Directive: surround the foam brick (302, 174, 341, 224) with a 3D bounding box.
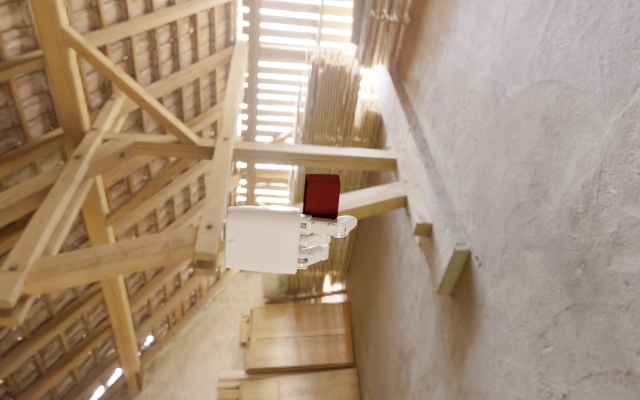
[{"bbox_3d":[0.000,0.002,0.718,0.051,0.078,0.053,4,15,-4],"label":"foam brick"}]
